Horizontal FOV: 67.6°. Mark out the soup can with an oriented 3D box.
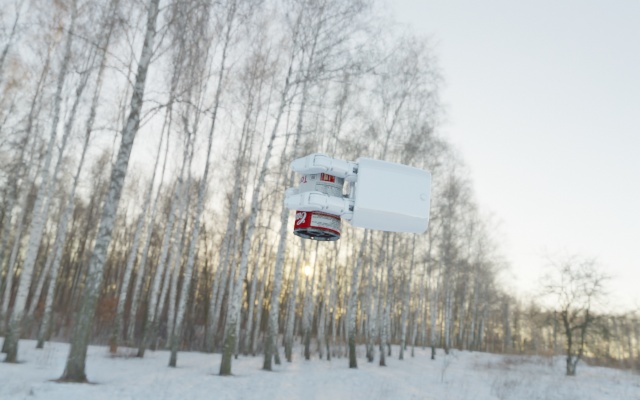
[{"bbox_3d":[0.000,0.002,0.692,0.068,0.102,0.068,7,-15,2],"label":"soup can"}]
